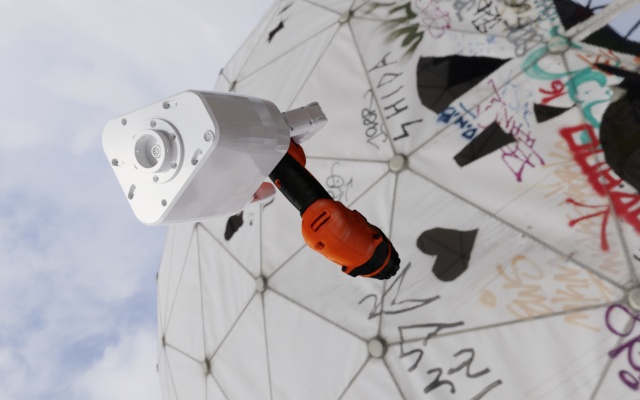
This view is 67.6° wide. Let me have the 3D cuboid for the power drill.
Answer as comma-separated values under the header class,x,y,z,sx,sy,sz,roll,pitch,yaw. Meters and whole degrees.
class,x,y,z,sx,sy,sz,roll,pitch,yaw
power drill,0.000,0.001,0.497,0.187,0.057,0.184,46,3,31
